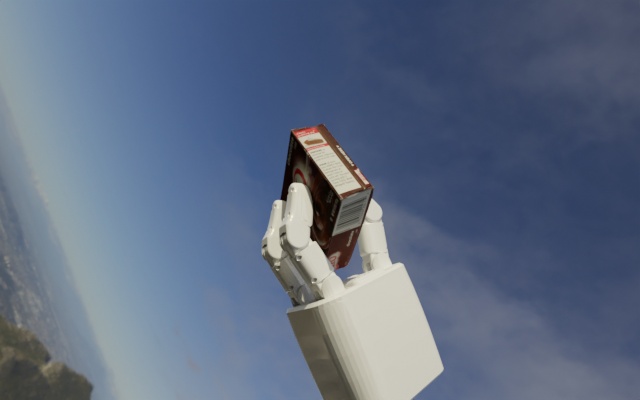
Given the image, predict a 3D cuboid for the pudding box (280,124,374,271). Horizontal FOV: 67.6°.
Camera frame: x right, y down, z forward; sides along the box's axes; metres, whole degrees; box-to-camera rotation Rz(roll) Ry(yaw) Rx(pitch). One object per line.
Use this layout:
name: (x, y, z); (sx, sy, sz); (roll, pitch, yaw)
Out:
pudding box: (0.000, 0.001, 0.440); (0.039, 0.090, 0.114); (-16, -37, -28)
